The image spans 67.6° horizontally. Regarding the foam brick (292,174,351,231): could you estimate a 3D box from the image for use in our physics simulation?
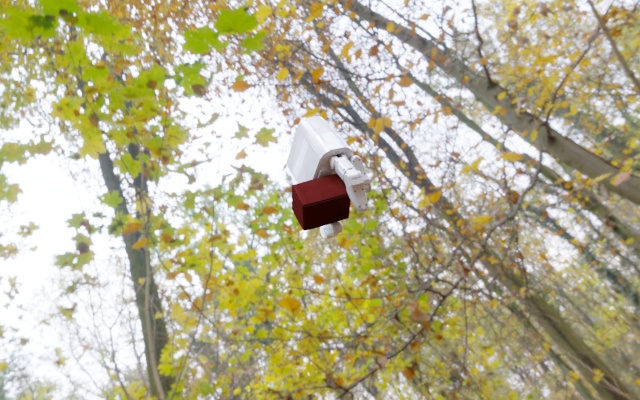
[{"bbox_3d":[0.000,0.002,0.715,0.078,0.053,0.051,-15,46,-19],"label":"foam brick"}]
